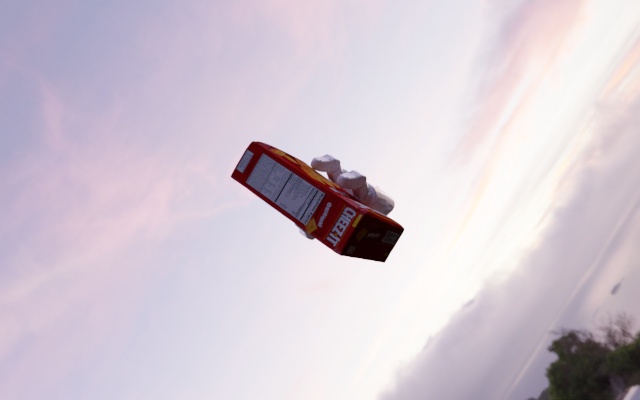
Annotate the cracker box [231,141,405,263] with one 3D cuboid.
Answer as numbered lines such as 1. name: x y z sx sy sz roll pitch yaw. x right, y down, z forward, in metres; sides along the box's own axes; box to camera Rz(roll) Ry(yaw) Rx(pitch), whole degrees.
1. cracker box: 0.000 0.002 0.699 0.213 0.072 0.164 33 7 28
